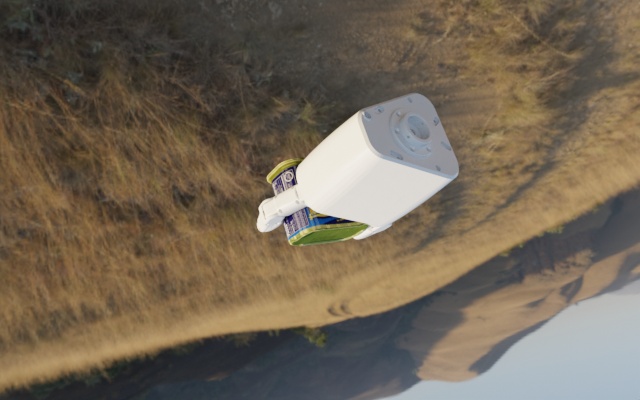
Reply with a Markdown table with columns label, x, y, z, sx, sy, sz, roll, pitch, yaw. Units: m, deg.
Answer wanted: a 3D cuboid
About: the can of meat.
| label | x | y | z | sx | sy | sz | roll | pitch | yaw |
| --- | --- | --- | --- | --- | --- | --- | --- | --- | --- |
| can of meat | 0.000 | 0.002 | 0.540 | 0.102 | 0.084 | 0.057 | -3 | -23 | -39 |
